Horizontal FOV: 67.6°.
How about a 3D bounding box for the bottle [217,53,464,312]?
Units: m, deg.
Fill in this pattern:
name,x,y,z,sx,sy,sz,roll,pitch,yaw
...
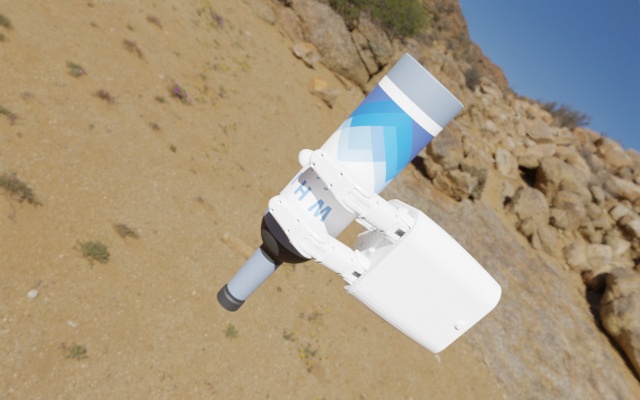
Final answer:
name,x,y,z,sx,sy,sz,roll,pitch,yaw
bottle,0.000,0.001,0.443,0.296,0.069,0.069,-47,-19,18
